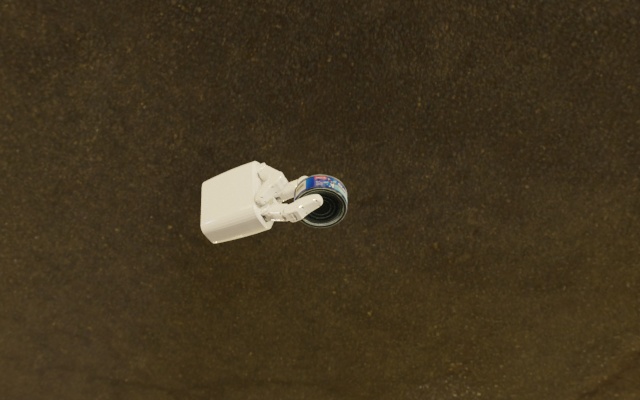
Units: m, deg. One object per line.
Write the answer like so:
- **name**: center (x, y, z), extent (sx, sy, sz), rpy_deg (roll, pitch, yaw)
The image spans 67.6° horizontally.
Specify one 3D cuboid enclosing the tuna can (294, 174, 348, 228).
- **tuna can**: center (0.000, 0.003, 0.754), extent (0.086, 0.086, 0.033), rpy_deg (0, 40, 0)
